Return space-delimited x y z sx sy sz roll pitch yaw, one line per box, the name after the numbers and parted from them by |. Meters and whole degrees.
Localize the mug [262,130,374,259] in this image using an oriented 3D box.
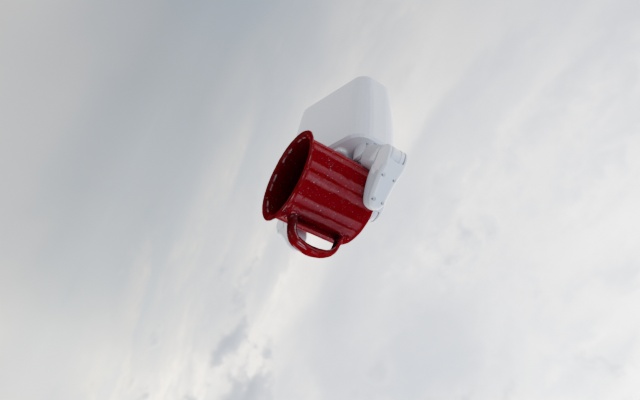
0.000 0.003 0.451 0.081 0.117 0.093 26 -42 -22 | mug
